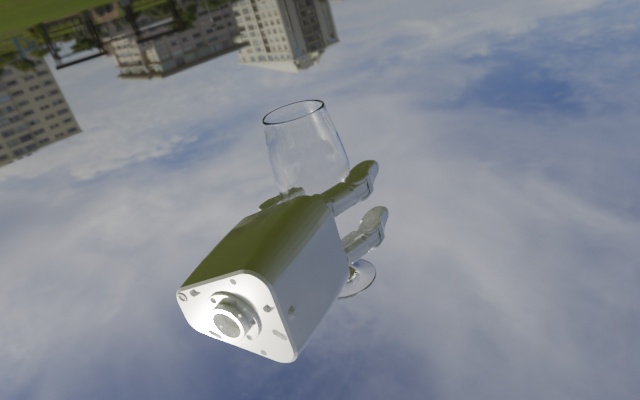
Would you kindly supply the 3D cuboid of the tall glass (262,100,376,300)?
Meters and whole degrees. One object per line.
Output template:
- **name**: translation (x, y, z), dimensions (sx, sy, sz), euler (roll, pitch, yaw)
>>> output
- **tall glass**: translation (0.000, 0.002, 0.495), dimensions (0.079, 0.201, 0.079), euler (-14, 25, 7)
